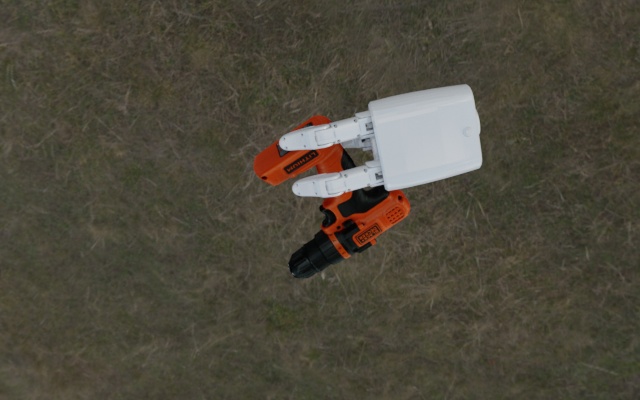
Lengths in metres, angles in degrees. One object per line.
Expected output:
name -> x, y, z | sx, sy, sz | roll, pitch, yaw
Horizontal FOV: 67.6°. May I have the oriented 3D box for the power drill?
power drill -> 0.000, 0.002, 0.600 | 0.184, 0.188, 0.057 | -35, 35, 6
